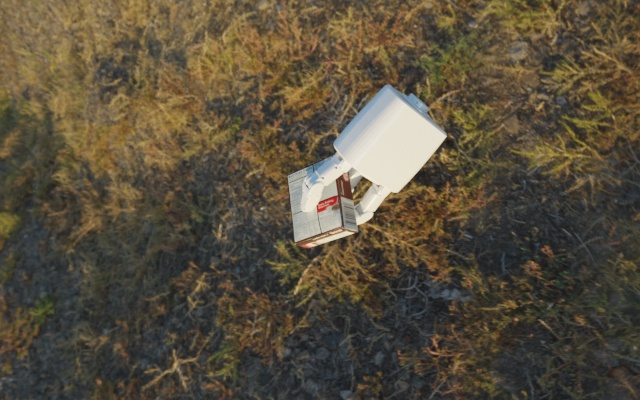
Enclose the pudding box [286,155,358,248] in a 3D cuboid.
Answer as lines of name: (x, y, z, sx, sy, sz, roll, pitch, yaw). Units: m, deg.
pudding box: (0.000, 0.002, 0.684, 0.090, 0.113, 0.039, -22, -26, 34)
